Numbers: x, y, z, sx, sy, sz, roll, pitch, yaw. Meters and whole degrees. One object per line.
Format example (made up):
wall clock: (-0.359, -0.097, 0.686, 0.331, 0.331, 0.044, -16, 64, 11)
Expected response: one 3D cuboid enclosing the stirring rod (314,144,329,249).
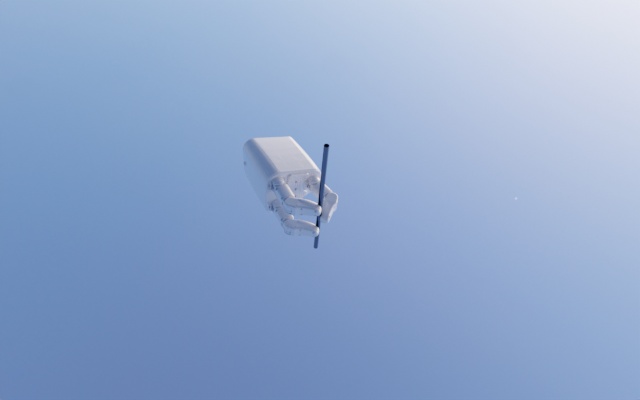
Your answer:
stirring rod: (0.000, 0.002, 0.766, 0.011, 0.011, 0.240, 0, -42, -6)
